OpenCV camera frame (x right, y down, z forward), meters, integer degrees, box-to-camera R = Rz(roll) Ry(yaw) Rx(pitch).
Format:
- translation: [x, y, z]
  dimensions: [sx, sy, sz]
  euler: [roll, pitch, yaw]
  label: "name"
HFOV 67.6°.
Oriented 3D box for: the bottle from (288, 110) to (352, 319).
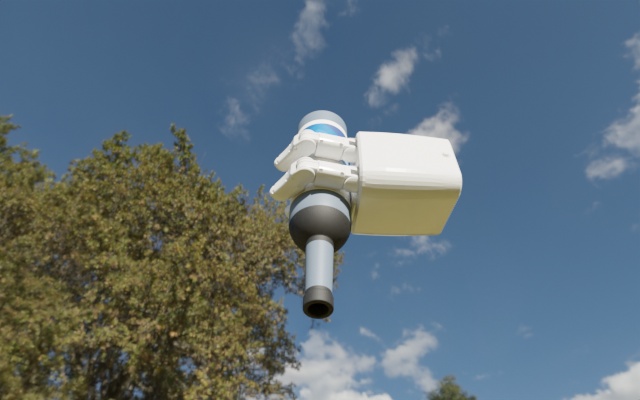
- translation: [0.000, 0.002, 0.529]
  dimensions: [0.069, 0.069, 0.295]
  euler: [0, 40, 1]
  label: "bottle"
